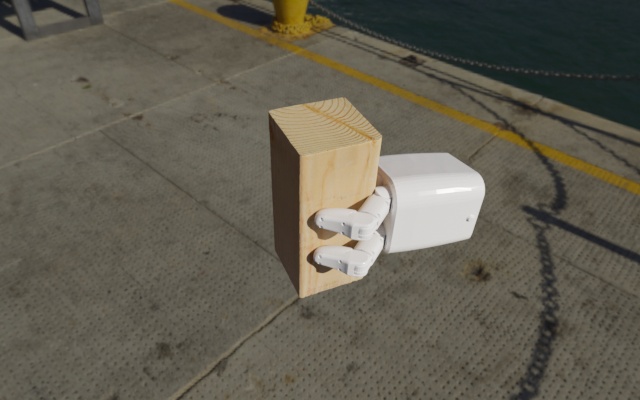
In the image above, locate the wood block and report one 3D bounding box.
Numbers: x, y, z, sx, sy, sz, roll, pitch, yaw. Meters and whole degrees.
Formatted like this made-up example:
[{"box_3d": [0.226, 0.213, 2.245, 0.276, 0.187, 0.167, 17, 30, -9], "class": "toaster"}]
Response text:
[{"box_3d": [0.000, 0.001, 0.542, 0.090, 0.206, 0.090, -14, 43, -19], "class": "wood block"}]
